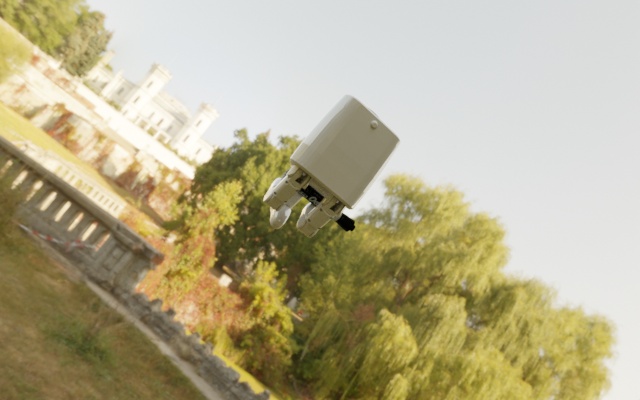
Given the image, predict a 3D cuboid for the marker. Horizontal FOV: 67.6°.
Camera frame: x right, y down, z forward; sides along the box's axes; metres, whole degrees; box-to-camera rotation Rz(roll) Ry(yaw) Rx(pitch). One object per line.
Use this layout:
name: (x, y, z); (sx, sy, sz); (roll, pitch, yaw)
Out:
marker: (0.000, 0.002, 0.629); (0.121, 0.020, 0.020); (39, -14, -18)
